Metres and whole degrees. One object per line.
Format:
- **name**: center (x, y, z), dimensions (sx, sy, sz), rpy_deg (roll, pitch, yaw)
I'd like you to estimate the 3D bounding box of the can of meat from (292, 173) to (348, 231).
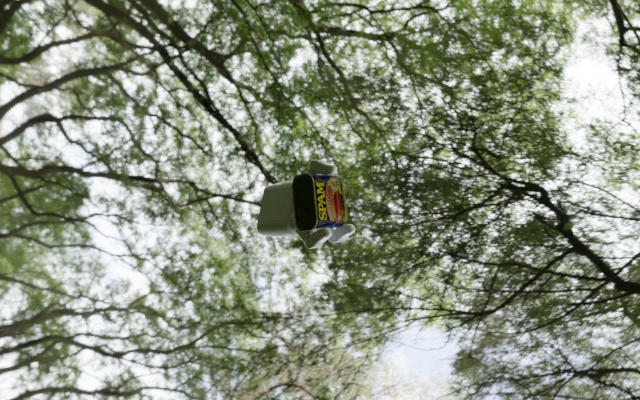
- **can of meat**: center (0.000, 0.003, 0.878), dimensions (0.084, 0.102, 0.057), rpy_deg (-1, -6, -44)
